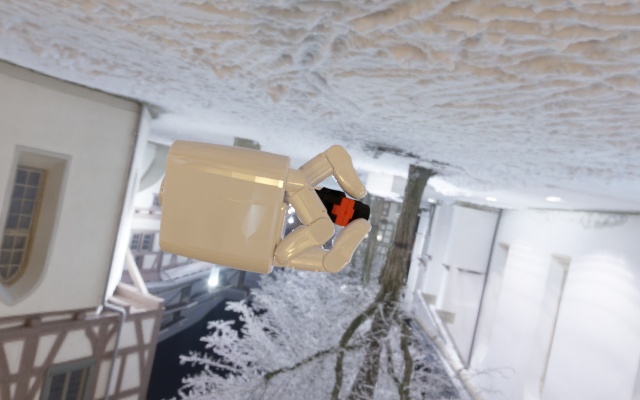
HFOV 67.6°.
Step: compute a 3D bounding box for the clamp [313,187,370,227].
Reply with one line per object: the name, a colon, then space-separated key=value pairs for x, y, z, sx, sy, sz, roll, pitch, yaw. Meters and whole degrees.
clamp: x=0.000 y=0.002 z=0.535 sx=0.120 sy=0.039 sz=0.171 roll=10 pitch=0 yaw=-1
